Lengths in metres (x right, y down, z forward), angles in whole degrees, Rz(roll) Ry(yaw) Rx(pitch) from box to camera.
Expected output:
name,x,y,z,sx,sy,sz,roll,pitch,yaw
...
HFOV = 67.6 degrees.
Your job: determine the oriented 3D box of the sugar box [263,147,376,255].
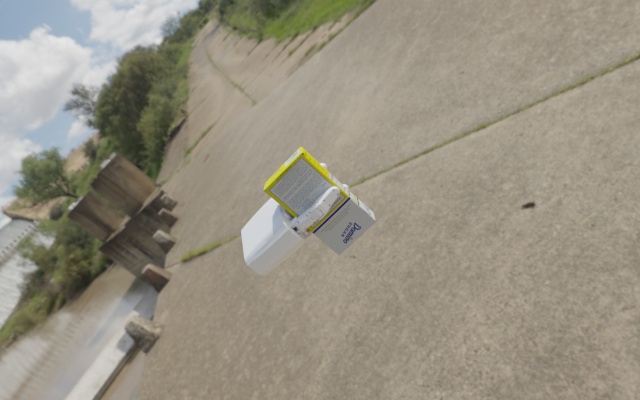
name,x,y,z,sx,sy,sz,roll,pitch,yaw
sugar box,0.000,0.002,0.811,0.176,0.093,0.048,42,15,-17
